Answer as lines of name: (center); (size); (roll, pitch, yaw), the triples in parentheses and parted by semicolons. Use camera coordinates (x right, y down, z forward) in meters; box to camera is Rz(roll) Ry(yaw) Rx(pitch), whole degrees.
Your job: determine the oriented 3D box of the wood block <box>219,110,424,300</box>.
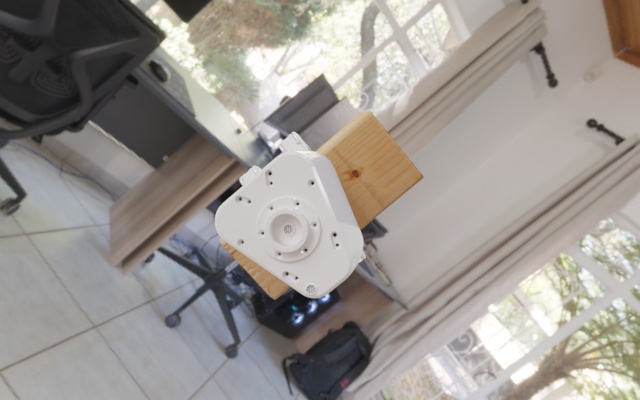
wood block: (0.000, 0.002, 0.534); (0.206, 0.091, 0.090); (-40, 8, 8)
